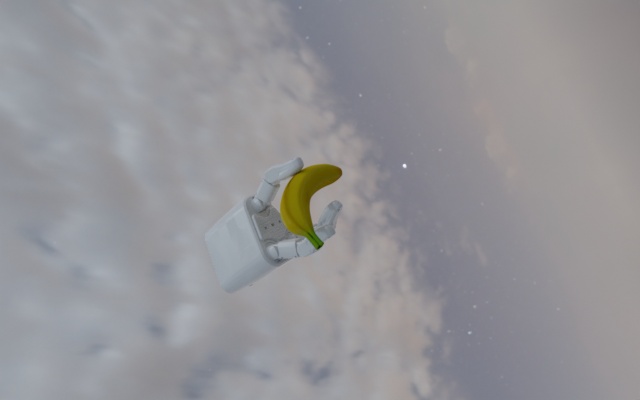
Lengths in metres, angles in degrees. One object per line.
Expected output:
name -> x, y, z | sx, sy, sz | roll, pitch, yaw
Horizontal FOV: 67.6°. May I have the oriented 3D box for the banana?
banana -> -0.015, -0.008, 0.643 | 0.037, 0.069, 0.197 | -43, 15, 31
